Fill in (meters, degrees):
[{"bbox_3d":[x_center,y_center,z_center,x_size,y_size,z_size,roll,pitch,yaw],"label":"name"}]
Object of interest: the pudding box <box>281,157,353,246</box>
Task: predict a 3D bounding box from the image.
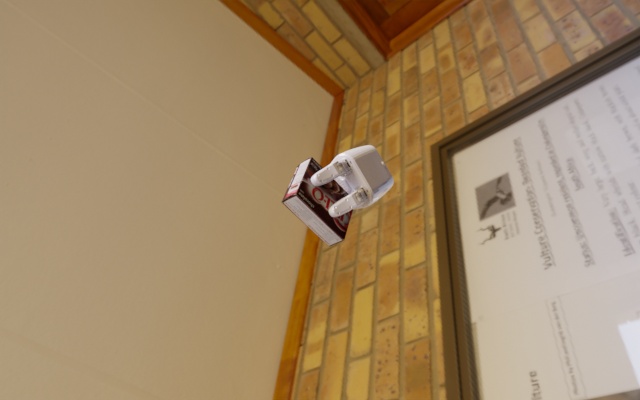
[{"bbox_3d":[0.000,0.002,0.744,0.039,0.090,0.113,-30,-62,37],"label":"pudding box"}]
